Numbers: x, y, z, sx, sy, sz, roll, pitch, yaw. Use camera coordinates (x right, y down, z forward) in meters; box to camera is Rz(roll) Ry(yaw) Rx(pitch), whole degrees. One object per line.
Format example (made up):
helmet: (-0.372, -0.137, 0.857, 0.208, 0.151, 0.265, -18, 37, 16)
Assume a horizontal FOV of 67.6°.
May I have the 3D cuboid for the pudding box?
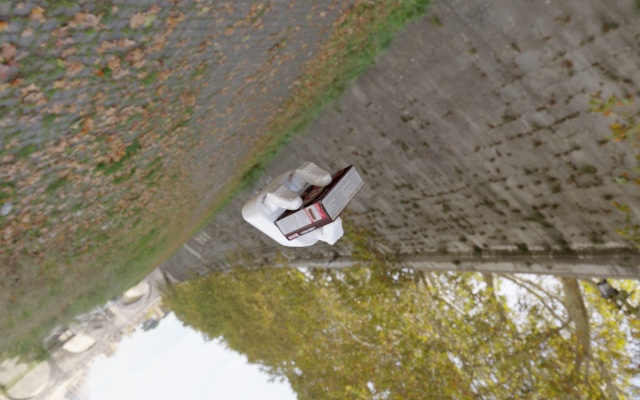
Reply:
pudding box: (0.000, 0.002, 0.662, 0.090, 0.039, 0.113, -26, 16, 38)
